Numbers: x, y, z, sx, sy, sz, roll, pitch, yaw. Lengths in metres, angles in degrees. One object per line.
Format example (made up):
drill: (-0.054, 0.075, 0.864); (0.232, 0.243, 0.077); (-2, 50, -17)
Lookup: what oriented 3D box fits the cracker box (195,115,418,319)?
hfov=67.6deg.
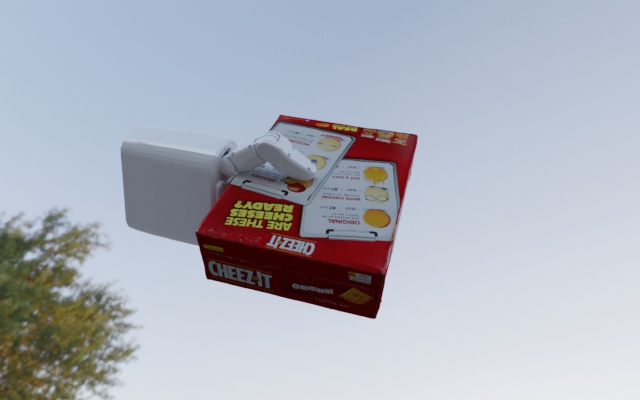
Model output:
cracker box: (0.000, 0.001, 0.482); (0.164, 0.072, 0.213); (11, 41, 12)
